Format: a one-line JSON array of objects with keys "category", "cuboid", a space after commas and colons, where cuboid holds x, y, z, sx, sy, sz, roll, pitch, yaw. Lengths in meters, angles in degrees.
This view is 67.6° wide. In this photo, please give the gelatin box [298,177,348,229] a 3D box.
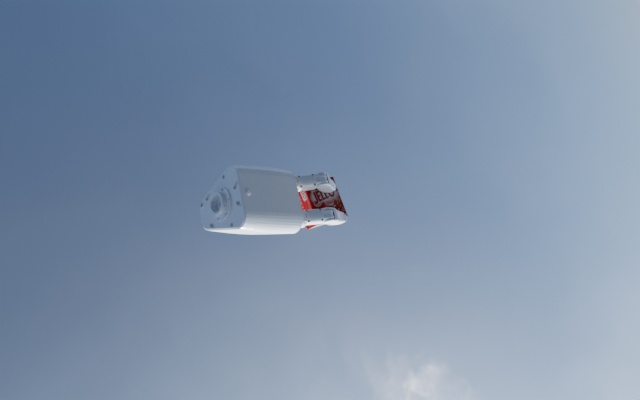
[{"category": "gelatin box", "cuboid": [0.000, 0.003, 0.785, 0.030, 0.073, 0.089, -25, -7, 35]}]
